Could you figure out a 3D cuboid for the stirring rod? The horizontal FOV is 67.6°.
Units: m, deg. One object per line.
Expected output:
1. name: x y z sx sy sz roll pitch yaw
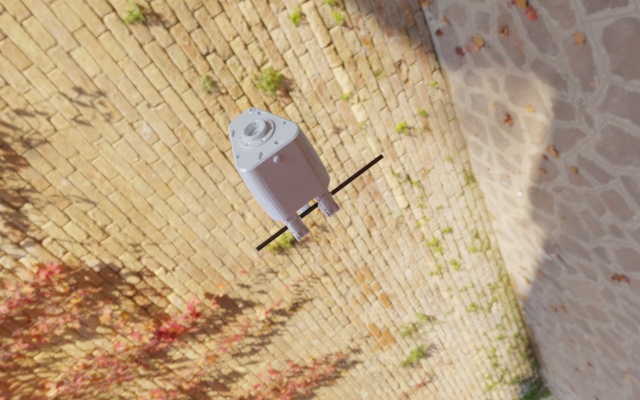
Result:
1. stirring rod: 0.000 0.002 0.730 0.239 0.011 0.011 -37 4 -5
